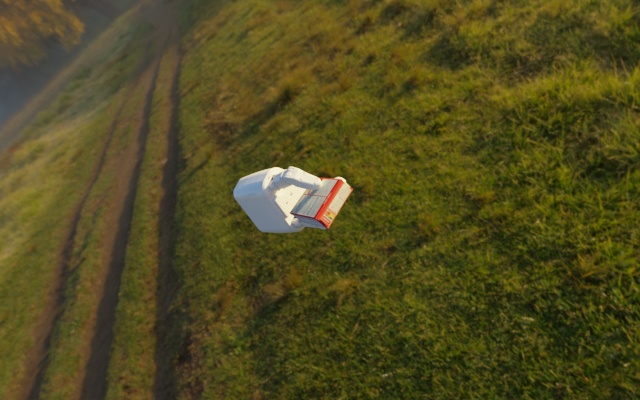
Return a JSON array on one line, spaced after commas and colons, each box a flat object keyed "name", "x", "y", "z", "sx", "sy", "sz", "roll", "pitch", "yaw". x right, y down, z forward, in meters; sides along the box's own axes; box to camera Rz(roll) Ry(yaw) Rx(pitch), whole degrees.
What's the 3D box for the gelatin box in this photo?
[{"name": "gelatin box", "x": 0.000, "y": 0.002, "z": 0.738, "sx": 0.030, "sy": 0.073, "sz": 0.089, "roll": 40, "pitch": -16, "yaw": -26}]
